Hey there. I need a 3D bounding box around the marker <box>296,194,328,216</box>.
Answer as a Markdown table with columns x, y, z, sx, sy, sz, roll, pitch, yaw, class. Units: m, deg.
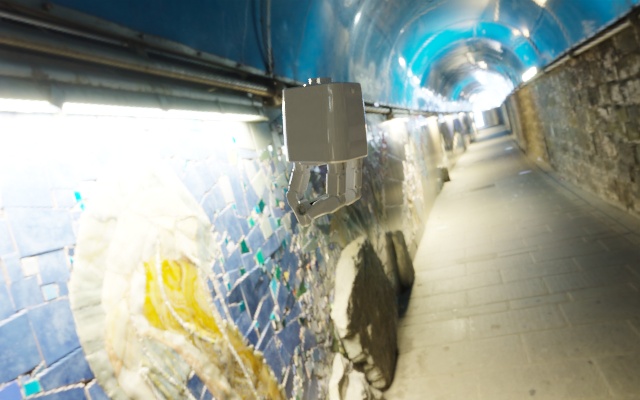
| x | y | z | sx | sy | sz | roll | pitch | yaw | class |
| --- | --- | --- | --- | --- | --- | --- | --- | --- | --- |
| 0.000 | 0.002 | 0.733 | 0.020 | 0.020 | 0.121 | 0 | 11 | 28 | marker |
